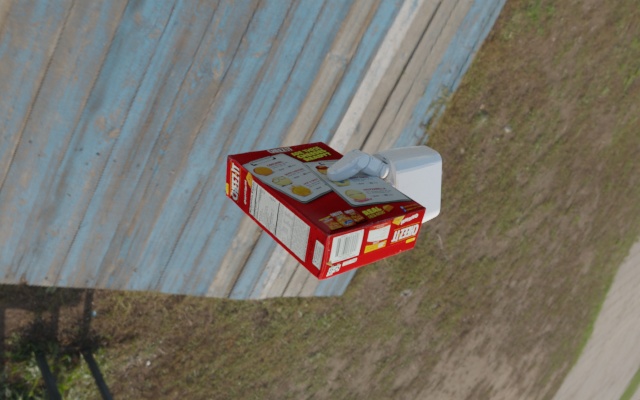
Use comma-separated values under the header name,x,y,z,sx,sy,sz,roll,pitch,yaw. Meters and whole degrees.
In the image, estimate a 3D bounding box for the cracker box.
name,x,y,z,sx,sy,sz,roll,pitch,yaw
cracker box,0.000,0.002,0.621,0.164,0.072,0.213,-13,36,-38
